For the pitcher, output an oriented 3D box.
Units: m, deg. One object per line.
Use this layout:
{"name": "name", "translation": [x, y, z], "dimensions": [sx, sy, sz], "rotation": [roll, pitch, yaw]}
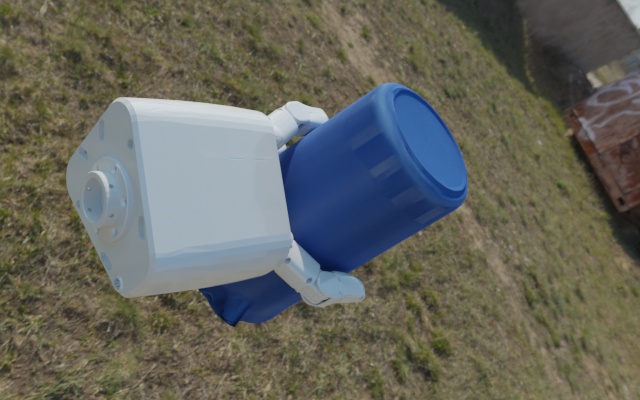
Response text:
{"name": "pitcher", "translation": [0.000, 0.001, 0.426], "dimensions": [0.243, 0.149, 0.145], "rotation": [-33, -20, 35]}
